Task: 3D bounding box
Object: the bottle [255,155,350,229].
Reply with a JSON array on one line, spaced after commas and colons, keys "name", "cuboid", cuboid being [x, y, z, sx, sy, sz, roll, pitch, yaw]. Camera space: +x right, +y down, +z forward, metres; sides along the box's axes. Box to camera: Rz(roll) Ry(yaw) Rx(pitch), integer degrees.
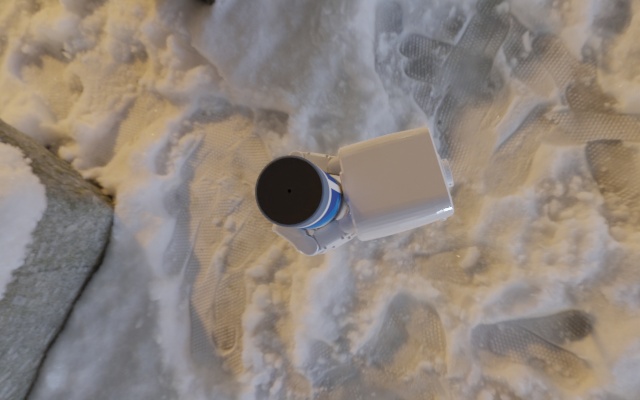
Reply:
[{"name": "bottle", "cuboid": [0.000, 0.002, 0.579, 0.069, 0.069, 0.296, 0, -4, 11]}]
